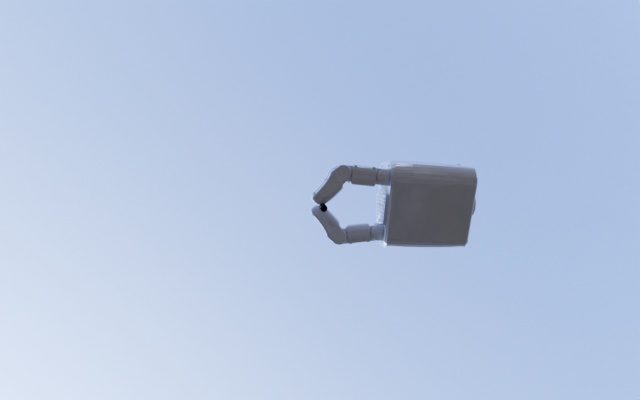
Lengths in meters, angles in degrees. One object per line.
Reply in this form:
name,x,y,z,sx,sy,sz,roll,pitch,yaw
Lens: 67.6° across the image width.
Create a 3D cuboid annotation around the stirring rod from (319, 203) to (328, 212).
stirring rod,0.000,0.002,0.662,0.011,0.011,0.239,0,3,-2
